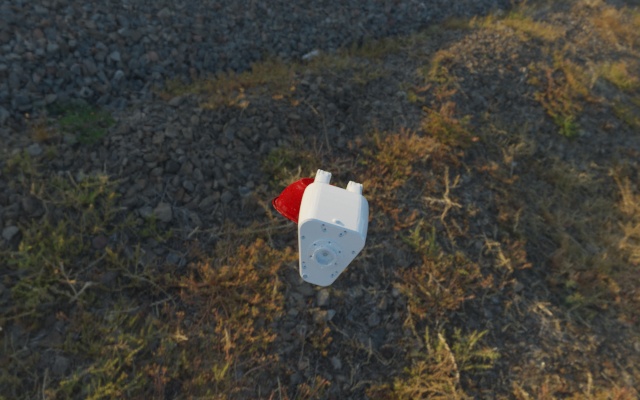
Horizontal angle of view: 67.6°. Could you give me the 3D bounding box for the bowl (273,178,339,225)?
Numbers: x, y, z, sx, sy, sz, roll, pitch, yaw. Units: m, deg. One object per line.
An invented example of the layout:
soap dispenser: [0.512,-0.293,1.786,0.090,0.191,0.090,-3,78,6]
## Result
bowl: [0.000,0.002,0.848,0.162,0.055,0.162,18,16,-5]
